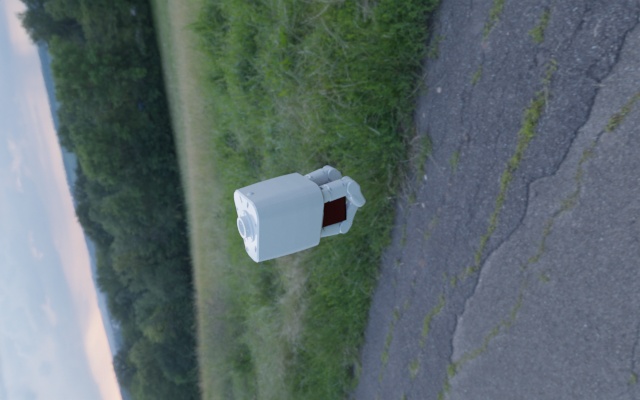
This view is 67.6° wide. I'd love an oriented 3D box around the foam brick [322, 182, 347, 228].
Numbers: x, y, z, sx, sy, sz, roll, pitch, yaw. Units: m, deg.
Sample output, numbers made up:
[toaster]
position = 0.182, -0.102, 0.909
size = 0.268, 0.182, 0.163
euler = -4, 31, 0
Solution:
[foam brick]
position = 0.000, 0.003, 0.773
size = 0.051, 0.053, 0.078
euler = -16, 25, -26
